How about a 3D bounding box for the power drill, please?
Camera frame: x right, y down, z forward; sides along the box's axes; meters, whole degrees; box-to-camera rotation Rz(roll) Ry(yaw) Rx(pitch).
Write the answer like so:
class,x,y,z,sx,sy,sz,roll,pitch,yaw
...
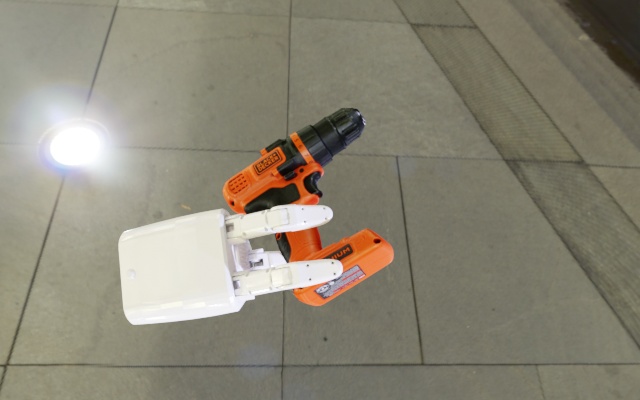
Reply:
class,x,y,z,sx,sy,sz,roll,pitch,yaw
power drill,0.000,0.002,0.515,0.184,0.187,0.057,-34,-34,5
